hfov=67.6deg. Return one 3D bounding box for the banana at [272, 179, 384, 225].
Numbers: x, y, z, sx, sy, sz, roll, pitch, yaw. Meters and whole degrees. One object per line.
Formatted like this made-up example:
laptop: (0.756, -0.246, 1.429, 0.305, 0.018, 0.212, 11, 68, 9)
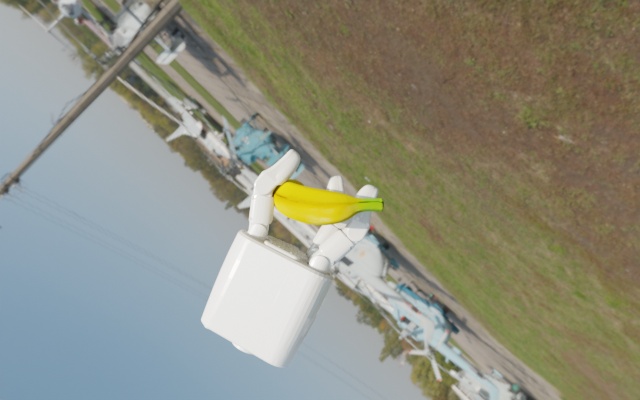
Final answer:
banana: (-0.015, 0.001, 0.507, 0.069, 0.037, 0.198, 5, 6, -27)
